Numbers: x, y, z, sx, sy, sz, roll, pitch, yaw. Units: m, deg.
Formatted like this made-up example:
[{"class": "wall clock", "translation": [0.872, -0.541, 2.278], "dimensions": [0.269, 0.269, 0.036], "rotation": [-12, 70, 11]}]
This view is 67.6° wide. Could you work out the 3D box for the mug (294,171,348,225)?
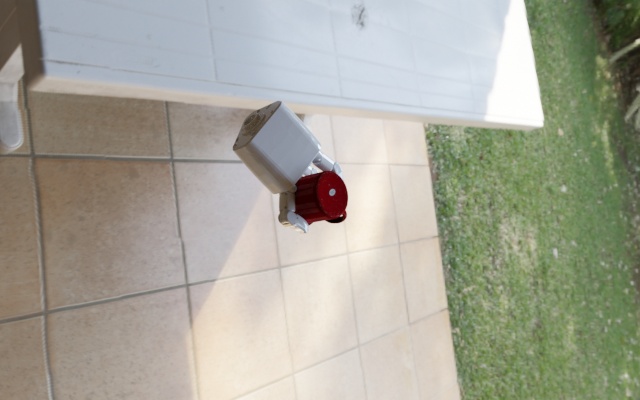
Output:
[{"class": "mug", "translation": [0.001, 0.004, 0.822], "dimensions": [0.081, 0.093, 0.117], "rotation": [-12, -47, 44]}]
